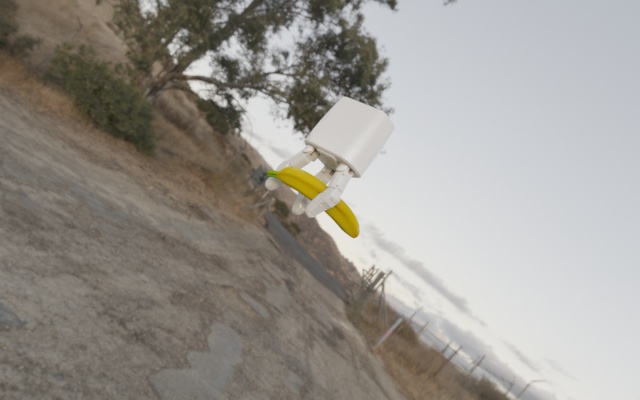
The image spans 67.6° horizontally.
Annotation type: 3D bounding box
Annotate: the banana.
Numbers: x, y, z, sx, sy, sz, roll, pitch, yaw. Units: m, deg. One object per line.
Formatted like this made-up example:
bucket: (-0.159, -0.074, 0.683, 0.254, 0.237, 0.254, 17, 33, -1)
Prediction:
banana: (0.005, 0.000, 0.793, 0.198, 0.037, 0.069, 38, -15, -17)
